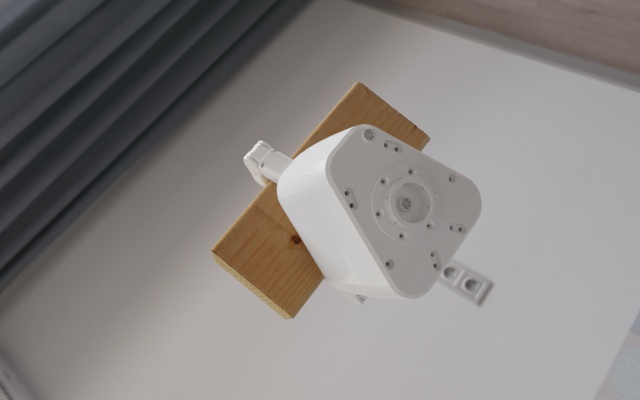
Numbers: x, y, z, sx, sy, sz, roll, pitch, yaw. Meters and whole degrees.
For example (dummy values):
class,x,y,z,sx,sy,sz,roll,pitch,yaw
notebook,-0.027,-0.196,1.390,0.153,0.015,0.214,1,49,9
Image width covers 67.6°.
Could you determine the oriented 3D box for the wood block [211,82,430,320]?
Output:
class,x,y,z,sx,sy,sz,roll,pitch,yaw
wood block,0.000,0.001,0.455,0.091,0.206,0.090,39,-17,2
